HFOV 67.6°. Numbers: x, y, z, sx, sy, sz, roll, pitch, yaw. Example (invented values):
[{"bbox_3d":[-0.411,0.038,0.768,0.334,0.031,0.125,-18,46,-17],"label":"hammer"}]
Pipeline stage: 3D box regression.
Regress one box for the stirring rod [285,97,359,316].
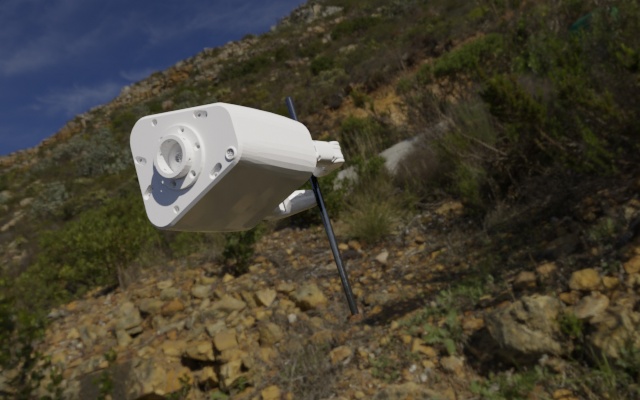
[{"bbox_3d":[0.000,0.002,0.501,0.011,0.239,0.011,-17,-10,-3],"label":"stirring rod"}]
